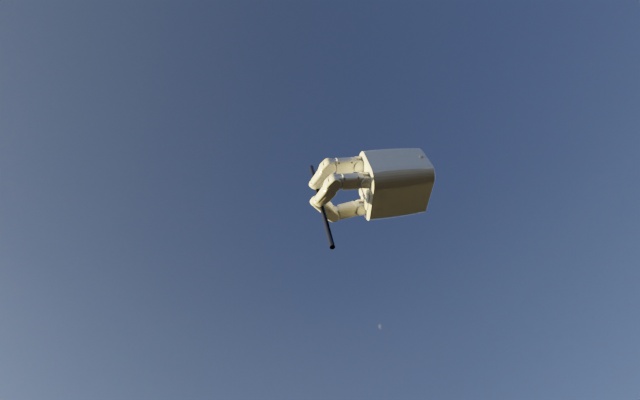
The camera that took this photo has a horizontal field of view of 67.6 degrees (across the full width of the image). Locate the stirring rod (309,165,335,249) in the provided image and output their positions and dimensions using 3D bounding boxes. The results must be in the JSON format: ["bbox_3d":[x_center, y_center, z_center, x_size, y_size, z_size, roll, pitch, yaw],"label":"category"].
[{"bbox_3d":[0.000,0.003,0.785,0.011,0.011,0.239,0,33,-10],"label":"stirring rod"}]
